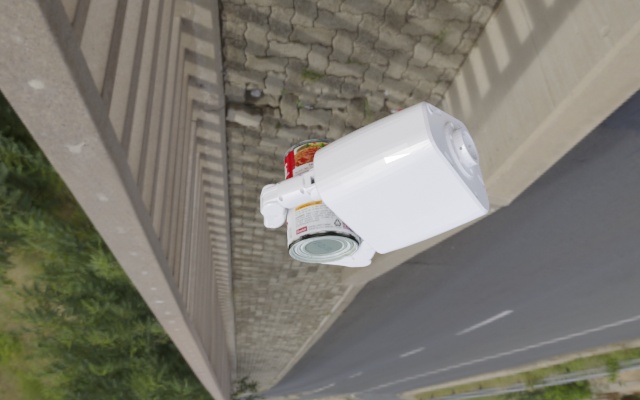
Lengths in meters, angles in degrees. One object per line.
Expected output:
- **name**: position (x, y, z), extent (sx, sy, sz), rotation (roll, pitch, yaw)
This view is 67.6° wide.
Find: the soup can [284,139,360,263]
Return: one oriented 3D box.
- **soup can**: position (0.000, 0.002, 0.462), extent (0.068, 0.102, 0.068), rotation (-4, -28, -2)
